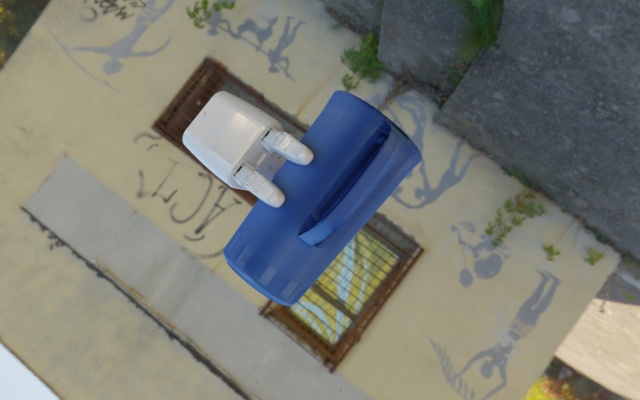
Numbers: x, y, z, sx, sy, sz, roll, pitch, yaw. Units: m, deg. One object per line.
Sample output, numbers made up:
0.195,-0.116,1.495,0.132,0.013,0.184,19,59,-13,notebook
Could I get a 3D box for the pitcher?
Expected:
0.000,0.002,0.561,0.145,0.243,0.149,36,-3,28,pitcher
